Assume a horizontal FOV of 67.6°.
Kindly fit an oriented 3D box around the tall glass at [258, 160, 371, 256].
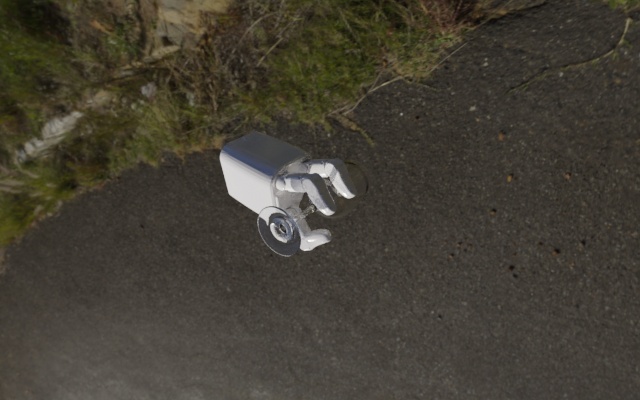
[{"bbox_3d":[0.000,0.003,0.708,0.079,0.079,0.201,0,23,38],"label":"tall glass"}]
